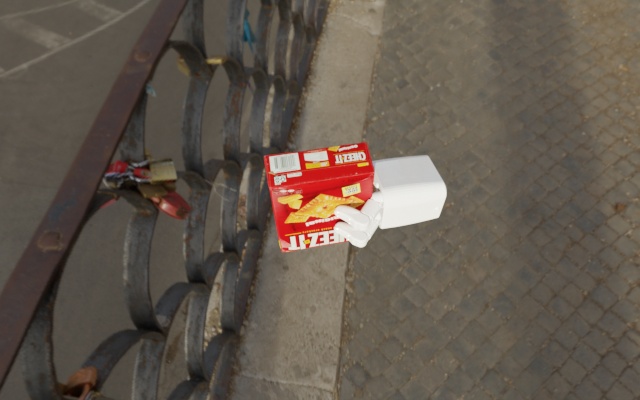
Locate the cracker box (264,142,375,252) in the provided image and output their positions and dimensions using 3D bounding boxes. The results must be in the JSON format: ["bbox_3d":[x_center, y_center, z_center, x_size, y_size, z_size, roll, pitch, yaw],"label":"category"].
[{"bbox_3d":[0.000,0.002,0.810,0.164,0.072,0.214,-8,-33,-4],"label":"cracker box"}]
